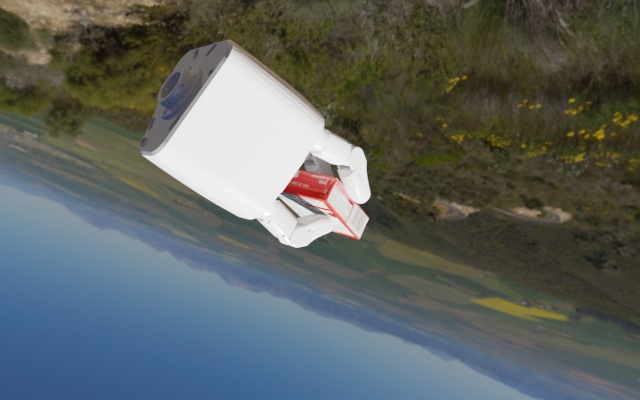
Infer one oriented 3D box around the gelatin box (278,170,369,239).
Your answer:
[{"bbox_3d":[0.000,0.002,0.499,0.073,0.030,0.089,15,-21,36],"label":"gelatin box"}]
